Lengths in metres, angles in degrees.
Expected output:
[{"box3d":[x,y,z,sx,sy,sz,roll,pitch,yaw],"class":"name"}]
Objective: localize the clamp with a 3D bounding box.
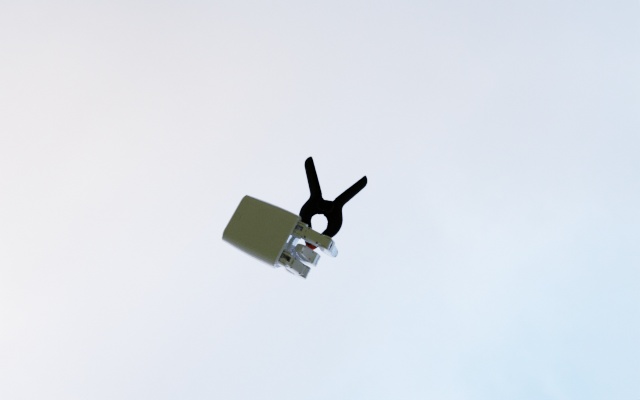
[{"box3d":[0.000,0.003,0.852,0.120,0.171,0.039,25,-22,7],"class":"clamp"}]
